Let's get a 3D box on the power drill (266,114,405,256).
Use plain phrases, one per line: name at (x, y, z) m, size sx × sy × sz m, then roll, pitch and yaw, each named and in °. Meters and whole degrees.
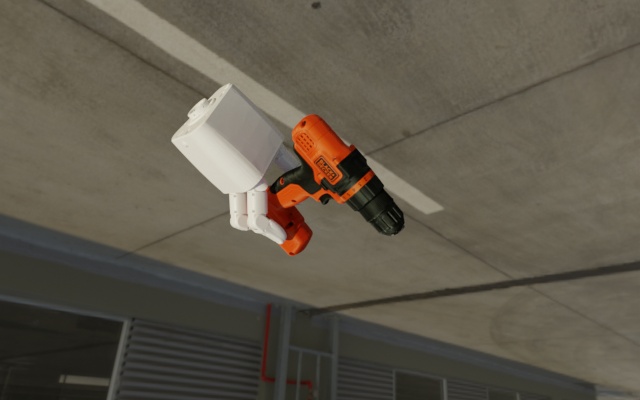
power drill at (0.000, 0.002, 0.639) m, size 0.188 × 0.184 × 0.057 m, roll -41°, pitch 0°, yaw 42°
